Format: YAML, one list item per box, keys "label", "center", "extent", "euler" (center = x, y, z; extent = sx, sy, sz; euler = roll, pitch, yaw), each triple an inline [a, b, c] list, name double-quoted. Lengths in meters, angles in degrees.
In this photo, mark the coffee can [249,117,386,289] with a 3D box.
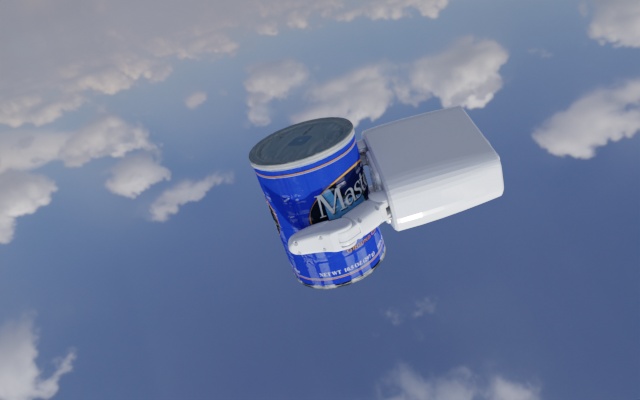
- label: "coffee can"
  center: [0.000, 0.002, 0.479]
  extent: [0.103, 0.140, 0.102]
  euler: [-14, 27, 7]
